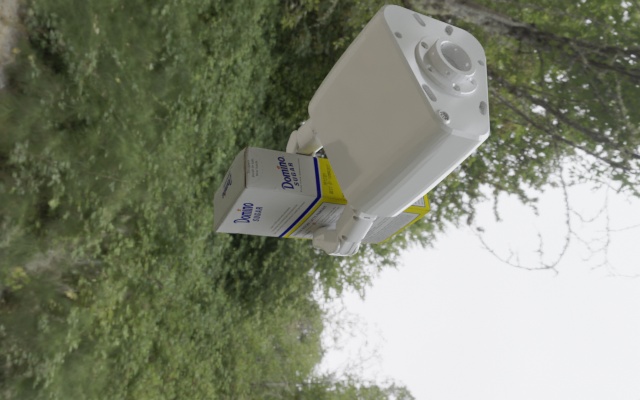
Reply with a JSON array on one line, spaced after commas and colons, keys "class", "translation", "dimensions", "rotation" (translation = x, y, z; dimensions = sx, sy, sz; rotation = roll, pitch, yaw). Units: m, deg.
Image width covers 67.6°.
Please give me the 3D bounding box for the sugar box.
[{"class": "sugar box", "translation": [0.000, 0.001, 0.437], "dimensions": [0.176, 0.048, 0.093], "rotation": [10, -30, -25]}]
